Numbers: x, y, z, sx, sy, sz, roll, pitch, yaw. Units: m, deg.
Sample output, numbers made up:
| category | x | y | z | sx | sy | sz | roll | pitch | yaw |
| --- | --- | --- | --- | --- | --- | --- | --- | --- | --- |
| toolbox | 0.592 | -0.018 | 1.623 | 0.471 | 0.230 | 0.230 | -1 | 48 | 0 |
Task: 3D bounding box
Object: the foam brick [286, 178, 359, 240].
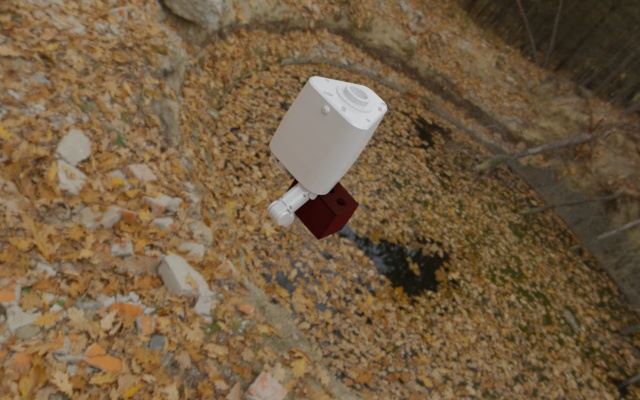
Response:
| category | x | y | z | sx | sy | sz | roll | pitch | yaw |
| --- | --- | --- | --- | --- | --- | --- | --- | --- | --- |
| foam brick | 0.000 | 0.002 | 0.623 | 0.053 | 0.078 | 0.051 | -22 | -26 | -49 |
